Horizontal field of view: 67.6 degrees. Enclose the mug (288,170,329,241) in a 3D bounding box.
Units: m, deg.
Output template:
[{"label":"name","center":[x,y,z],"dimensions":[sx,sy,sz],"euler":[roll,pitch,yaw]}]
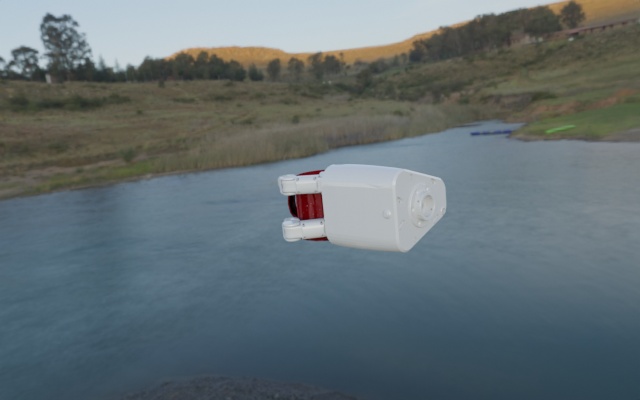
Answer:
[{"label":"mug","center":[-0.001,0.002,0.651],"dimensions":[0.117,0.081,0.093],"euler":[5,15,44]}]
